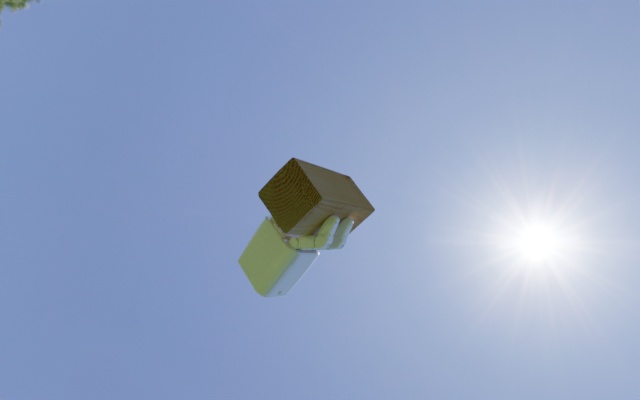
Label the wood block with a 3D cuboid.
[{"bbox_3d":[0.000,0.003,0.833,0.090,0.090,0.206,-44,-24,17],"label":"wood block"}]
